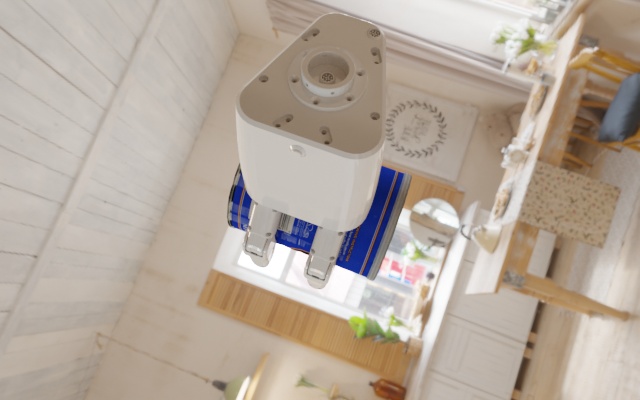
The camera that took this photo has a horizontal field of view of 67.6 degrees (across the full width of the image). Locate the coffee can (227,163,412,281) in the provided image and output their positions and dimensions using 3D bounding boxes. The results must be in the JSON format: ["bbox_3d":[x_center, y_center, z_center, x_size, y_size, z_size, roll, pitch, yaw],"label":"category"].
[{"bbox_3d":[0.000,0.002,0.440,0.140,0.103,0.103,20,2,6],"label":"coffee can"}]
